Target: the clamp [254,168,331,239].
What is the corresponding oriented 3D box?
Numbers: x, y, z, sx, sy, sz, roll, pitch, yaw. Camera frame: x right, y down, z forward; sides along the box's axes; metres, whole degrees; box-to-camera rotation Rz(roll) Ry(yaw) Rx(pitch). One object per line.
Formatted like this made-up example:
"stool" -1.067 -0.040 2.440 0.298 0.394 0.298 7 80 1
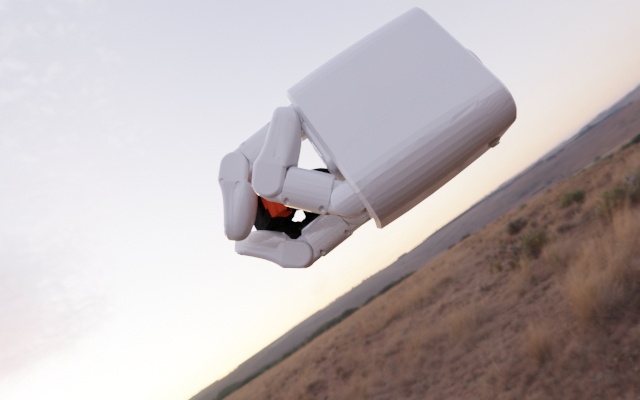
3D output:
"clamp" 0.000 0.001 0.403 0.120 0.039 0.171 -35 -11 2
